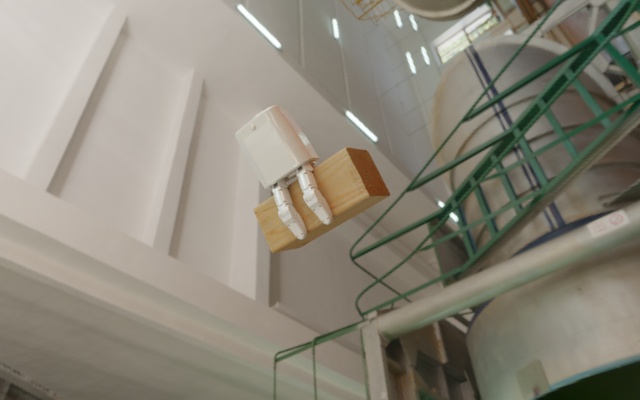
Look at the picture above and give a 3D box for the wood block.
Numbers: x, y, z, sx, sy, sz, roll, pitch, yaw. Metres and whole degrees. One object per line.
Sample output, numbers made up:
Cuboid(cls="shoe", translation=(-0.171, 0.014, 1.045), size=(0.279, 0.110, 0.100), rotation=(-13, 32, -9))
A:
Cuboid(cls="wood block", translation=(0.000, 0.002, 0.813), size=(0.206, 0.090, 0.091), rotation=(-32, -13, 27))
